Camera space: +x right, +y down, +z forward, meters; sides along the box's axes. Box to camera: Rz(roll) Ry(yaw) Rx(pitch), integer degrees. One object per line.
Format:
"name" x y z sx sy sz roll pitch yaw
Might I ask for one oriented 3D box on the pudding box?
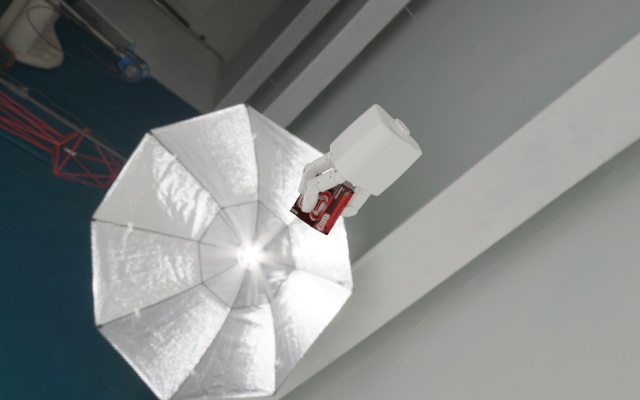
"pudding box" 0.000 0.003 0.828 0.039 0.090 0.113 33 -2 -26
